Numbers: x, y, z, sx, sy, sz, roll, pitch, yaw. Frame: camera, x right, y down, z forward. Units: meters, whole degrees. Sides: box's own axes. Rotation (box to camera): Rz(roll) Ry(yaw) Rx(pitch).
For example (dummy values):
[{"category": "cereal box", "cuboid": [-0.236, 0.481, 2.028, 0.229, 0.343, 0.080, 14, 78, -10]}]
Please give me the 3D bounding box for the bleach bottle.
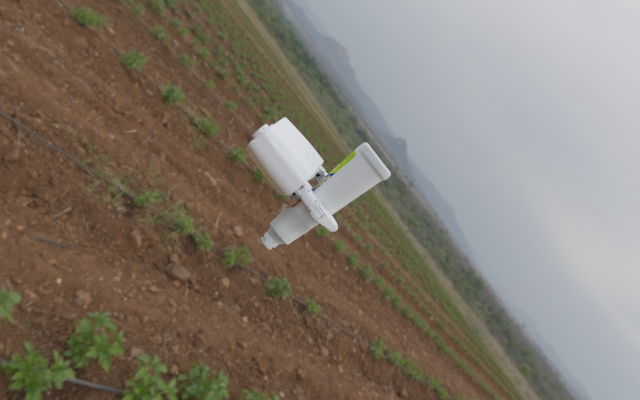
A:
[{"category": "bleach bottle", "cuboid": [0.000, 0.003, 0.827, 0.251, 0.068, 0.102, -38, 8, 9]}]
